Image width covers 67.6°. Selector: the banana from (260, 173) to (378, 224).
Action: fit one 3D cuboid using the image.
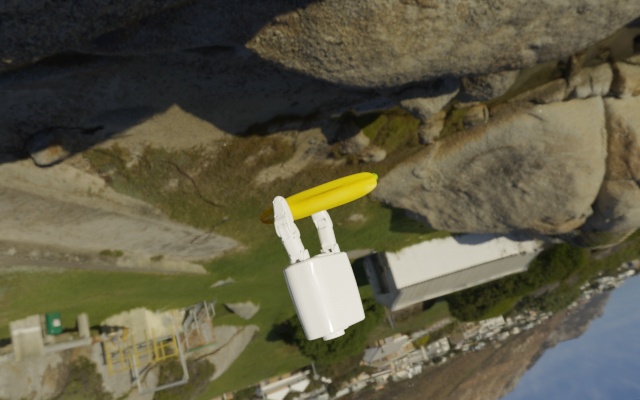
[{"bbox_3d":[0.005,-0.003,0.714,0.198,0.037,0.070,-19,-9,-10],"label":"banana"}]
